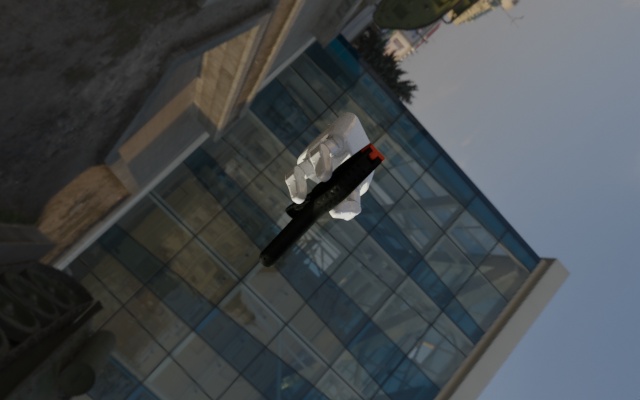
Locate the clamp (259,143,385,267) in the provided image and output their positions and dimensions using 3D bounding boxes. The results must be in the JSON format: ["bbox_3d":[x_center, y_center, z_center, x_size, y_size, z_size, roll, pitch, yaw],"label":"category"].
[{"bbox_3d":[0.001,0.002,0.661,0.210,0.036,0.164,-39,13,30],"label":"clamp"}]
